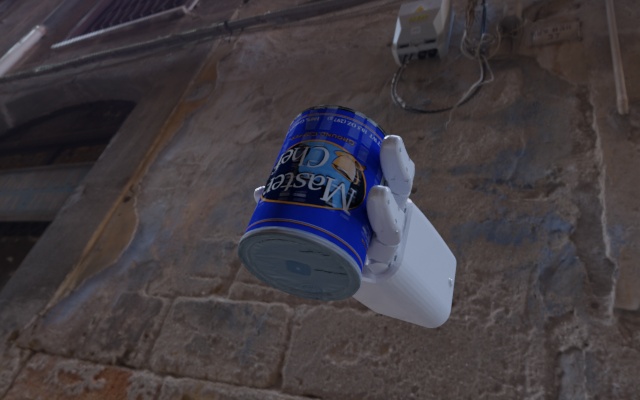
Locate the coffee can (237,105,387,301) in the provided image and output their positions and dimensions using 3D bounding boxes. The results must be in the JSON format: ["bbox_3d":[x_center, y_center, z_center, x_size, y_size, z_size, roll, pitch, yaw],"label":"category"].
[{"bbox_3d":[0.000,0.001,0.420,0.103,0.140,0.103,12,-35,9],"label":"coffee can"}]
